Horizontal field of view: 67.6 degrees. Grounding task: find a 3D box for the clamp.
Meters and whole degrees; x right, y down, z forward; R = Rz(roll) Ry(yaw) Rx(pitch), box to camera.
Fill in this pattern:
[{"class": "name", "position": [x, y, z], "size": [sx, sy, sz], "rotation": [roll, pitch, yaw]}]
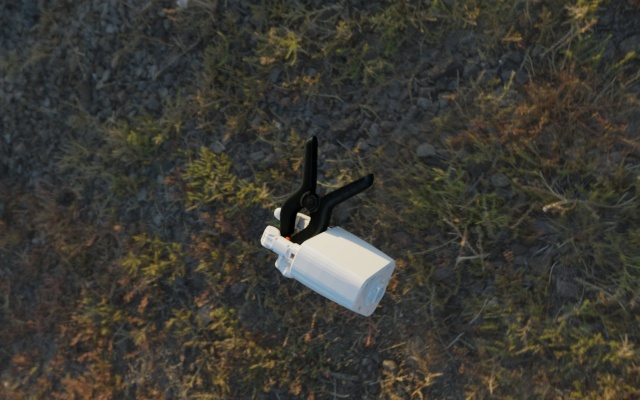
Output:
[{"class": "clamp", "position": [0.000, 0.002, 0.704], "size": [0.120, 0.171, 0.039], "rotation": [27, 10, 26]}]
